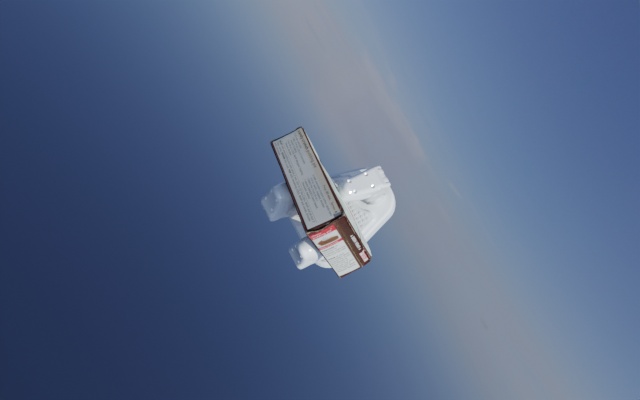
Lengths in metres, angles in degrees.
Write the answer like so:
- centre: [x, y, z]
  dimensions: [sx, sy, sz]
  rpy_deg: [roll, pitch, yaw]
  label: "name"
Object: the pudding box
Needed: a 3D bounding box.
- centre: [0.000, 0.001, 0.434]
  dimensions: [0.039, 0.113, 0.090]
  rpy_deg: [-29, -38, 4]
  label: "pudding box"
